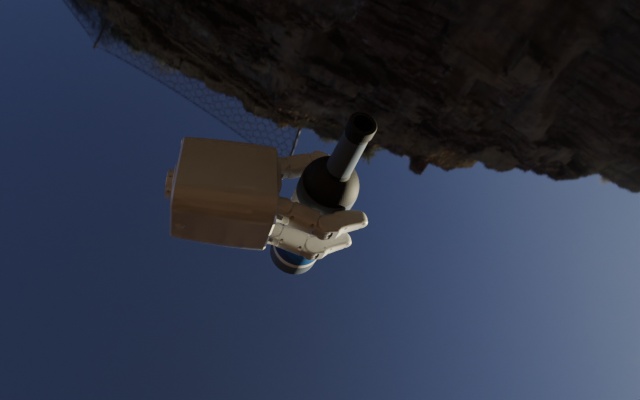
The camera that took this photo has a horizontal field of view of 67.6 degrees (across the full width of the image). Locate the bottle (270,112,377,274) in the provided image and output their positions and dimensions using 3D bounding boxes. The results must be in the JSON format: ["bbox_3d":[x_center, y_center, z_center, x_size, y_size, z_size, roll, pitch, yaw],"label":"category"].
[{"bbox_3d":[0.000,0.002,0.559,0.069,0.069,0.296,0,-30,-18],"label":"bottle"}]
